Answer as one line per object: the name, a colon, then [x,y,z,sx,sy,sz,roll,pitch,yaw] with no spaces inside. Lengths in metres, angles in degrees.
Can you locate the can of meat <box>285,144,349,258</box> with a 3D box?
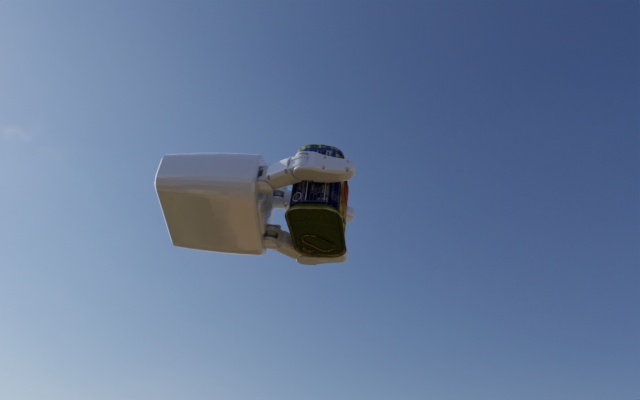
can of meat: [0.000,0.001,0.517,0.057,0.084,0.102,1,-34,8]
